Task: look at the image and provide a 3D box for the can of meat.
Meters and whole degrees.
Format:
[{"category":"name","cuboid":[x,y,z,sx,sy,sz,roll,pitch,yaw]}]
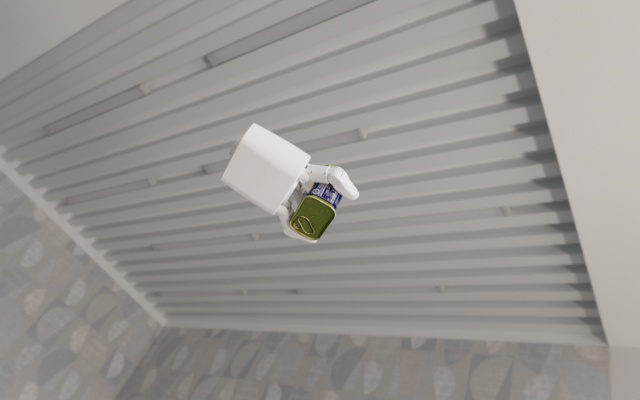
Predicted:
[{"category":"can of meat","cuboid":[0.000,0.002,0.779,0.057,0.084,0.102,29,-40,-2]}]
